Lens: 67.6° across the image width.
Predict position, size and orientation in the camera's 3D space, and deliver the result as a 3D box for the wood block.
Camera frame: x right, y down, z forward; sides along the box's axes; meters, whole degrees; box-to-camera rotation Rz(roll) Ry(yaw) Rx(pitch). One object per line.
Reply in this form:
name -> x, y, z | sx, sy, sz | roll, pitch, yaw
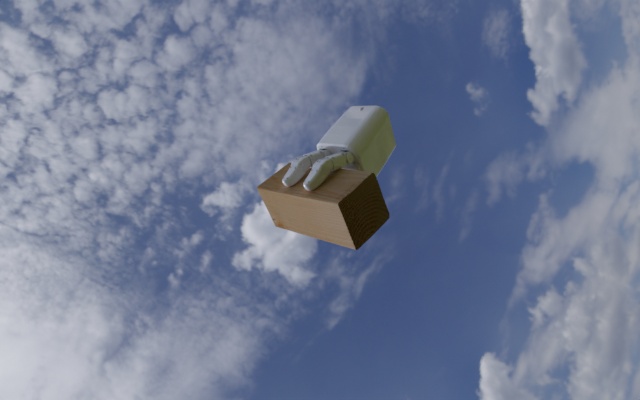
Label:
wood block -> 0.000, 0.003, 0.799 | 0.206, 0.091, 0.090 | 11, 44, 48
